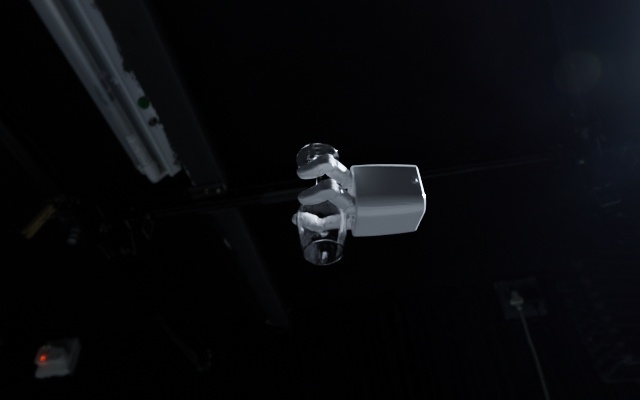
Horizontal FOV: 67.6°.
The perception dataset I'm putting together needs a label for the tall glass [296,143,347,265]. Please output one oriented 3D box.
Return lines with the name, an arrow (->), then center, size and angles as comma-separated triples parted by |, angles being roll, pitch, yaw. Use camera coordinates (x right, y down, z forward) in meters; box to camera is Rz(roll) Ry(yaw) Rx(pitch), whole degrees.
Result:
tall glass -> 0.000, 0.002, 0.757 | 0.079, 0.200, 0.079 | -2, -42, -2
